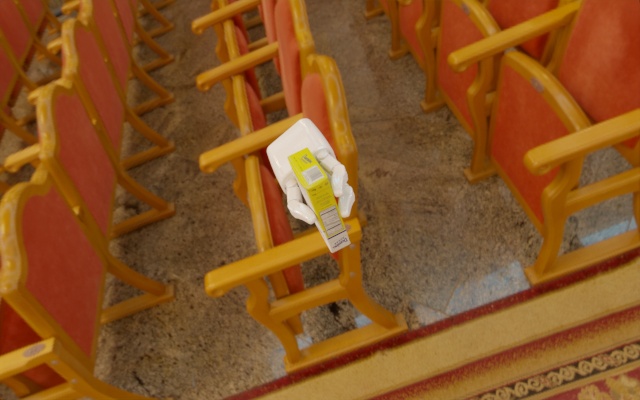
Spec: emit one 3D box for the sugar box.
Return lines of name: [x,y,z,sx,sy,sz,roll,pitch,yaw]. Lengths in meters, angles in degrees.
sugar box: [0.001,0.002,0.833,0.048,0.176,0.093,-28,46,-3]
